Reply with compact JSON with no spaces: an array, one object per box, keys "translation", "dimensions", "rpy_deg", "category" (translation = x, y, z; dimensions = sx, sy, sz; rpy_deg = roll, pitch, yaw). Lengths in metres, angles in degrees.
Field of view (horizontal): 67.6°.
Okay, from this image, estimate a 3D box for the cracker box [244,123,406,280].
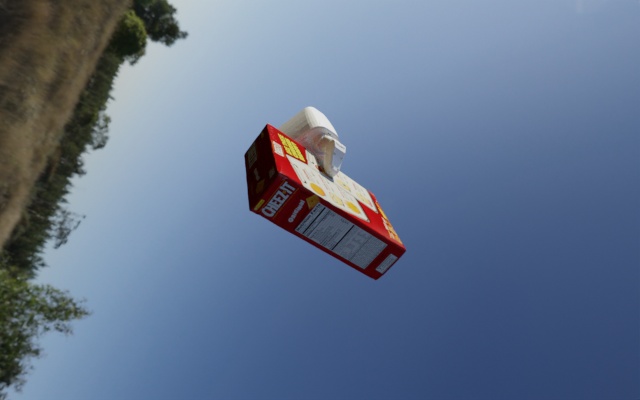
[{"translation":[0.000,0.002,0.666],"dimensions":[0.214,0.072,0.164],"rpy_deg":[31,19,-25],"category":"cracker box"}]
